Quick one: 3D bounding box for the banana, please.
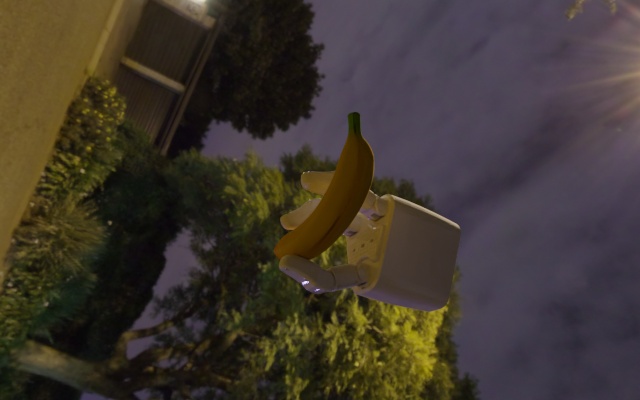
[{"bbox_3d":[0.004,0.011,0.479,0.037,0.198,0.069,16,36,-24],"label":"banana"}]
